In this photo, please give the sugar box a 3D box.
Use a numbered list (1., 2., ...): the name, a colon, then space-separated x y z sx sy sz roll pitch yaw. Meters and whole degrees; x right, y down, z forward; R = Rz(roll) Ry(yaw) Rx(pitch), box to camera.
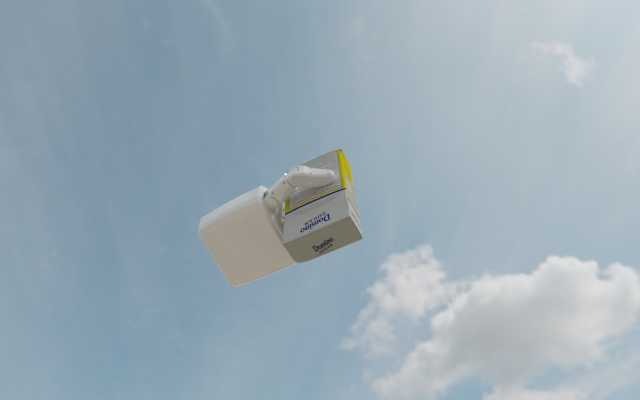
1. sugar box: 0.000 0.003 0.648 0.093 0.048 0.176 -23 34 13
